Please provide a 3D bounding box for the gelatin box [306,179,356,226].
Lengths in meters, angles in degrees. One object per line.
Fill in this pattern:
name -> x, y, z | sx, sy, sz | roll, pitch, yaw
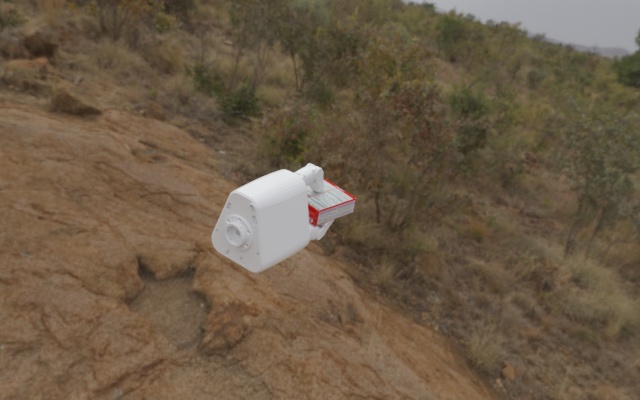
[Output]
gelatin box -> 0.000, 0.002, 0.757 | 0.089, 0.030, 0.073 | -19, 40, -40
